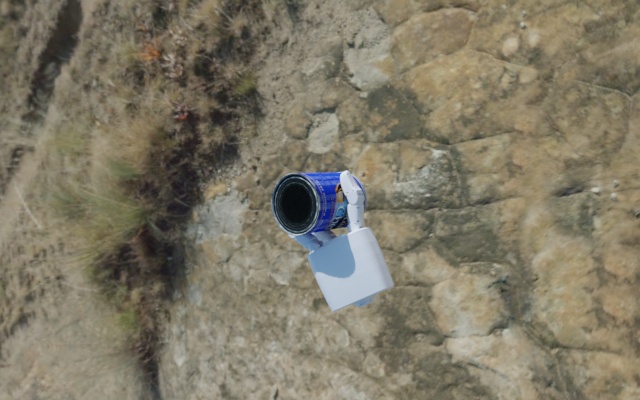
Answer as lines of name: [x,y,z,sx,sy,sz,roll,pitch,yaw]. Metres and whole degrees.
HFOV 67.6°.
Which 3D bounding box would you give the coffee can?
coffee can: [0.000,0.002,0.824,0.103,0.103,0.140,0,3,37]
